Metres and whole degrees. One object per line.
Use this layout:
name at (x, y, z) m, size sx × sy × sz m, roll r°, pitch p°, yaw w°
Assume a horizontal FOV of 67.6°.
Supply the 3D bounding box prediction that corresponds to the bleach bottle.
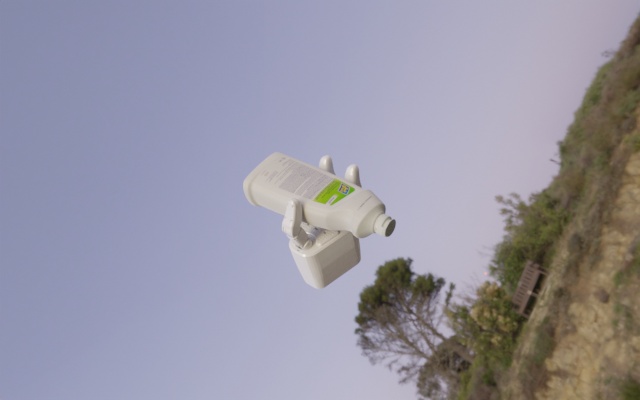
bleach bottle at (0.000, 0.002, 0.752) m, size 0.250 × 0.102 × 0.068 m, roll 24°, pitch -31°, yaw 33°
